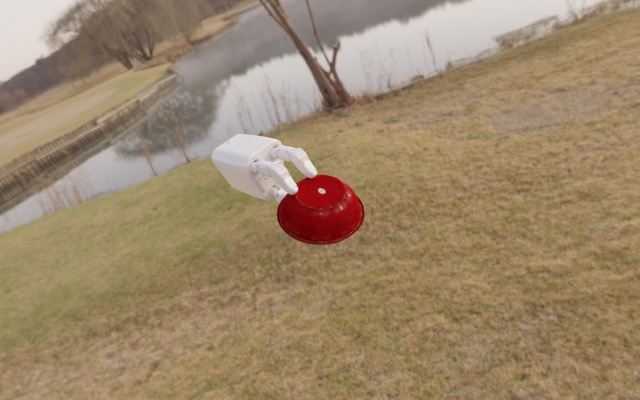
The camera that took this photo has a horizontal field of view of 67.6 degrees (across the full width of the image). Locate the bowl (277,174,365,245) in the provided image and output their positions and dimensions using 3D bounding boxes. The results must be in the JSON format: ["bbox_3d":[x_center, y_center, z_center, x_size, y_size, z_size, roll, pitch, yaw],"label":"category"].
[{"bbox_3d":[0.001,0.003,0.858,0.162,0.055,0.162,0,43,0],"label":"bowl"}]
